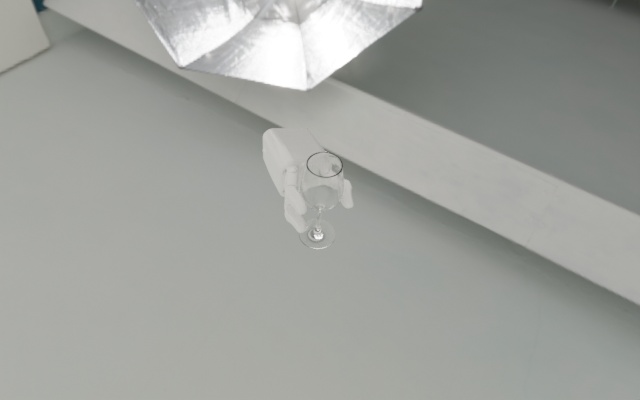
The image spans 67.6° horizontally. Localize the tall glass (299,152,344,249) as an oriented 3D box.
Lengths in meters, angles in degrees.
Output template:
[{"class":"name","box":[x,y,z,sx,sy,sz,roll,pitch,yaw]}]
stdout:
[{"class":"tall glass","box":[0.000,0.003,0.881,0.079,0.079,0.201,0,-40,-5]}]
